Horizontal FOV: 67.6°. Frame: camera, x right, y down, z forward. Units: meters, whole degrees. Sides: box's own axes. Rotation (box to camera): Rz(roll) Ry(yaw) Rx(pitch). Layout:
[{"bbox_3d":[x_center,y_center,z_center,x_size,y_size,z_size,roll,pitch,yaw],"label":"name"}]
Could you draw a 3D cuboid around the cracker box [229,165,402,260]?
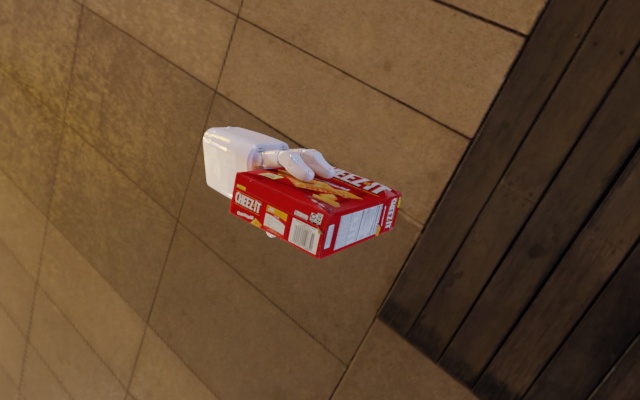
[{"bbox_3d":[0.000,0.003,0.710,0.164,0.072,0.213,24,21,29],"label":"cracker box"}]
